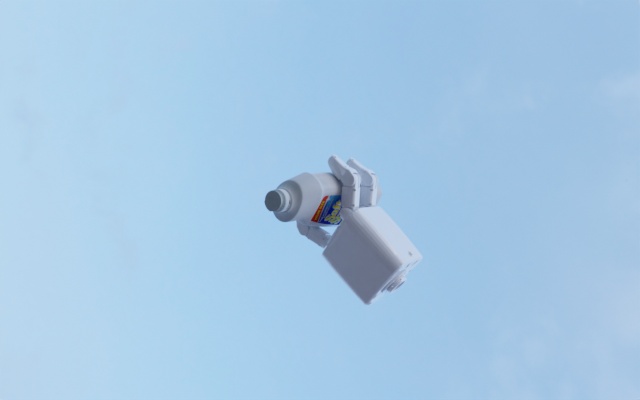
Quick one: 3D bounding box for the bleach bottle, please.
[{"bbox_3d":[0.000,0.002,0.731,0.068,0.102,0.251,49,25,21],"label":"bleach bottle"}]
